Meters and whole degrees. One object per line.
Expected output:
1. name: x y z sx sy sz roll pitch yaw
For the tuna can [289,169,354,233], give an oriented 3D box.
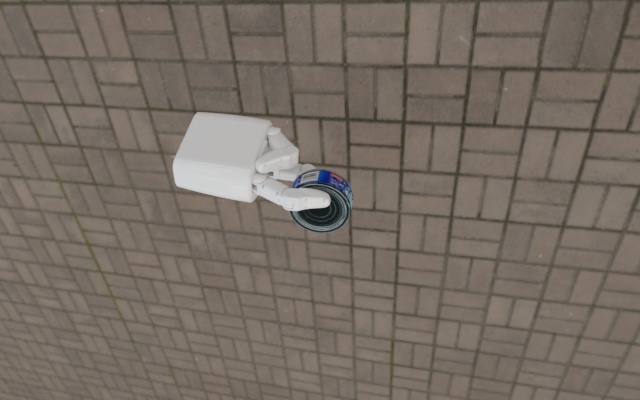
1. tuna can: 0.000 0.002 0.637 0.086 0.086 0.033 0 37 10
